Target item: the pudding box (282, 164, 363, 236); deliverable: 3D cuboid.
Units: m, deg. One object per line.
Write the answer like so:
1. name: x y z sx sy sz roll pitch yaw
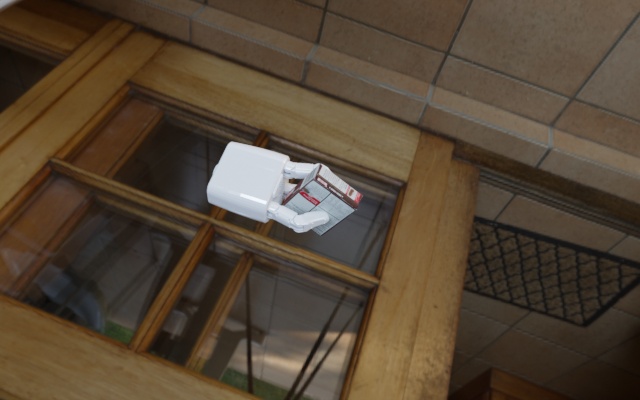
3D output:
1. pudding box: 0.000 0.003 0.787 0.090 0.039 0.113 35 -40 -14
